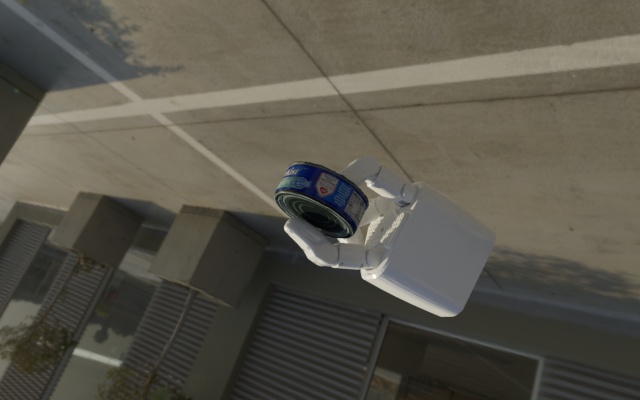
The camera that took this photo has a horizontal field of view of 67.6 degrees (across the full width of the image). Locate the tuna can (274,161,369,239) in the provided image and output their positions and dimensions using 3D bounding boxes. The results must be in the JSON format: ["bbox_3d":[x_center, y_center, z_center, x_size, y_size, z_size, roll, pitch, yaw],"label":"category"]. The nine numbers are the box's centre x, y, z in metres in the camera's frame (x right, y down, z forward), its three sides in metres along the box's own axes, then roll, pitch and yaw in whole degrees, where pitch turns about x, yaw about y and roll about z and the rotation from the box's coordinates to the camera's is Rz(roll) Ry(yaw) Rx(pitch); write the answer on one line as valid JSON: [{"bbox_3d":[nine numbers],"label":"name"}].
[{"bbox_3d":[0.000,0.002,0.452,0.086,0.033,0.086,24,-21,9],"label":"tuna can"}]
